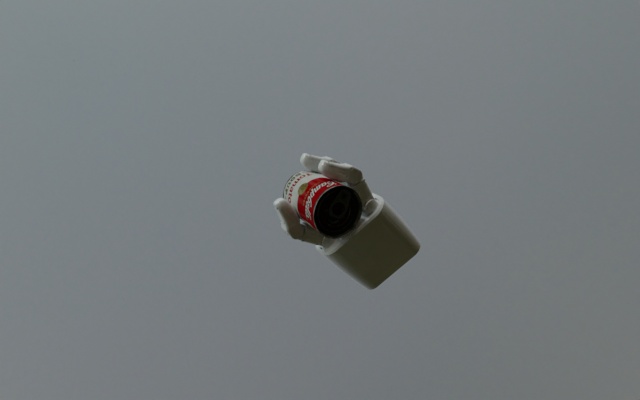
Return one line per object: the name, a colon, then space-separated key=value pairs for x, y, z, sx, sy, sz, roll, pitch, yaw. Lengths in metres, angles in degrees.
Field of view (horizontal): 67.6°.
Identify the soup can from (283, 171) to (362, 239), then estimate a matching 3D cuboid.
soup can: x=0.000 y=0.002 z=0.626 sx=0.068 sy=0.068 sz=0.102 roll=0 pitch=14 yaw=-27
